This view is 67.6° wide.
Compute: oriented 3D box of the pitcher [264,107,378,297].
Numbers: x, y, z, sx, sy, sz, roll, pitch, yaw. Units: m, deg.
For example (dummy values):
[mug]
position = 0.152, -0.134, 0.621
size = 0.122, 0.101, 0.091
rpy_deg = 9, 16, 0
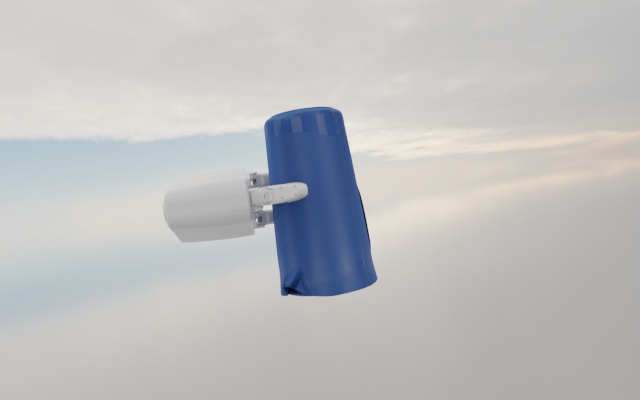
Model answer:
[pitcher]
position = 0.000, 0.002, 0.654
size = 0.145, 0.243, 0.149
rpy_deg = -9, 1, -6
